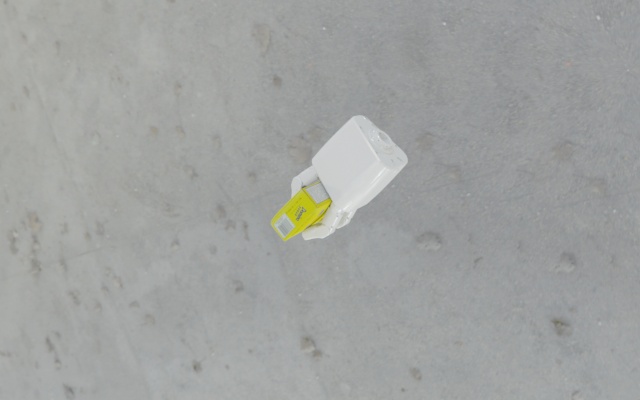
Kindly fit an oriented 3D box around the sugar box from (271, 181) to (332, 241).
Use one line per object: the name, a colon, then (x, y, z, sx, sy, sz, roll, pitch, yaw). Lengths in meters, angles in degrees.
sugar box: (0.000, 0.003, 0.807, 0.093, 0.048, 0.176, -45, -12, 33)
